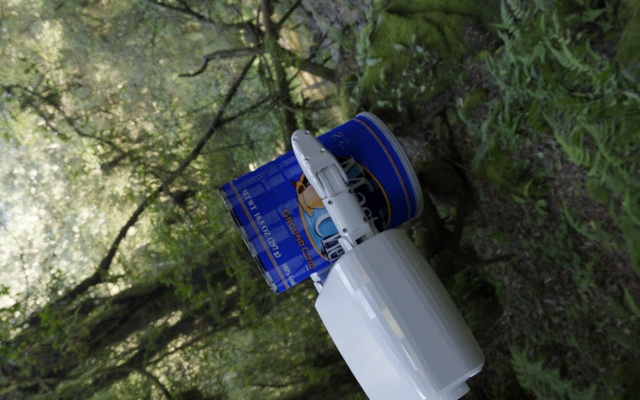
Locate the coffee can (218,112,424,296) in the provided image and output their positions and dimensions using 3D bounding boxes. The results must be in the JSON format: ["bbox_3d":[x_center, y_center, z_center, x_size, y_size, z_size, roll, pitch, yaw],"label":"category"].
[{"bbox_3d":[0.000,0.001,0.406,0.140,0.103,0.103,-28,4,-8],"label":"coffee can"}]
